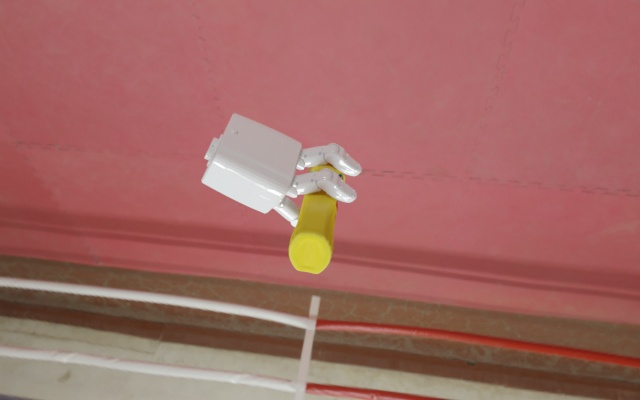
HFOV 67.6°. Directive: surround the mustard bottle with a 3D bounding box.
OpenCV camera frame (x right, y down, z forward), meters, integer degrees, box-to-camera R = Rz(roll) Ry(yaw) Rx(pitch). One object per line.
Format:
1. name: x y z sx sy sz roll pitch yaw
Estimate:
1. mustard bottle: 0.000 0.003 0.687 0.058 0.191 0.096 9 -41 3
